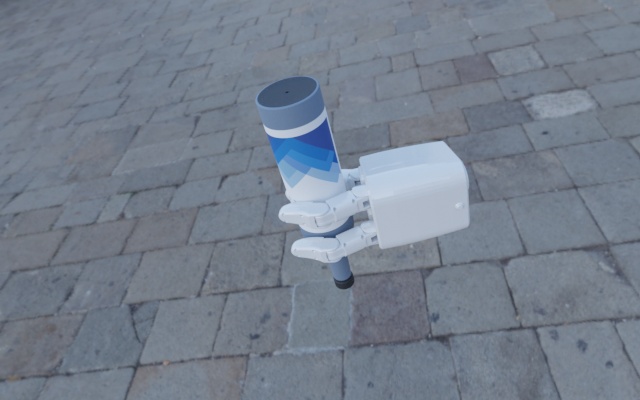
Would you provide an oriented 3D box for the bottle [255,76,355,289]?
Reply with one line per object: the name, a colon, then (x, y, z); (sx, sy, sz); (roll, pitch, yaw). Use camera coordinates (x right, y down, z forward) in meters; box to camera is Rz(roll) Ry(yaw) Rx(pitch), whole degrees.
bottle: (0.000, 0.002, 0.568); (0.069, 0.296, 0.069); (-10, 39, 8)
